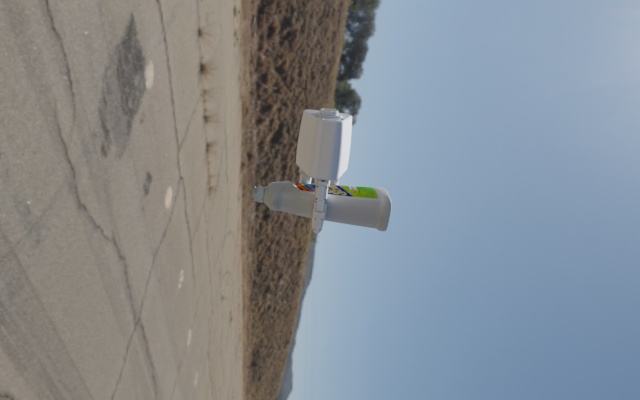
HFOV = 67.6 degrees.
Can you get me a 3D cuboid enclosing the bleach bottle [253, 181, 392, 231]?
[{"bbox_3d":[0.000,0.003,0.898,0.251,0.068,0.102,6,20,-4],"label":"bleach bottle"}]
